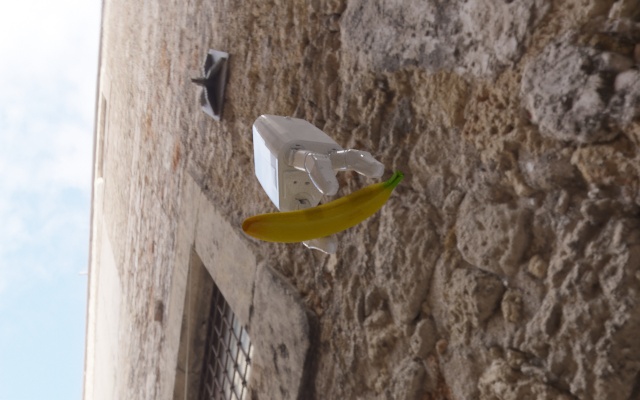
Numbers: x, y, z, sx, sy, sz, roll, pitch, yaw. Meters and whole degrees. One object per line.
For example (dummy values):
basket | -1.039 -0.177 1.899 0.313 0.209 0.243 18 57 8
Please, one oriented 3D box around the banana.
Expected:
banana | 0.003 0.014 0.558 0.198 0.070 0.037 -20 47 -18
